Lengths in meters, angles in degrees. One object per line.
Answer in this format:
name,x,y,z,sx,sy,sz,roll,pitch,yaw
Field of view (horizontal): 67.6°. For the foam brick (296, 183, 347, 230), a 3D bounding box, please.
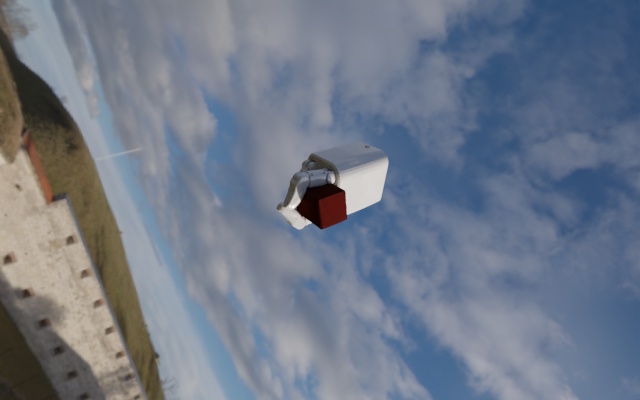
foam brick,0.000,0.003,0.757,0.051,0.053,0.078,-18,29,-27
